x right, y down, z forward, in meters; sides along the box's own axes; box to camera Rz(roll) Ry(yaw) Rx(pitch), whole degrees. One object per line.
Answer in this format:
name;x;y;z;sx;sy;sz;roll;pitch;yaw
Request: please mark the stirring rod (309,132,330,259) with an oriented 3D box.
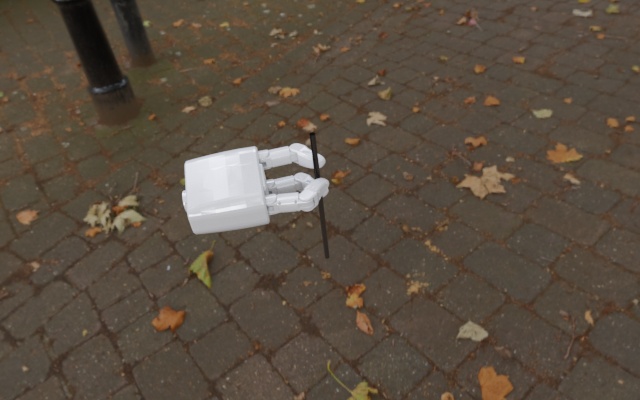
stirring rod;0.000;0.002;0.714;0.011;0.240;0.011;-4;40;3
